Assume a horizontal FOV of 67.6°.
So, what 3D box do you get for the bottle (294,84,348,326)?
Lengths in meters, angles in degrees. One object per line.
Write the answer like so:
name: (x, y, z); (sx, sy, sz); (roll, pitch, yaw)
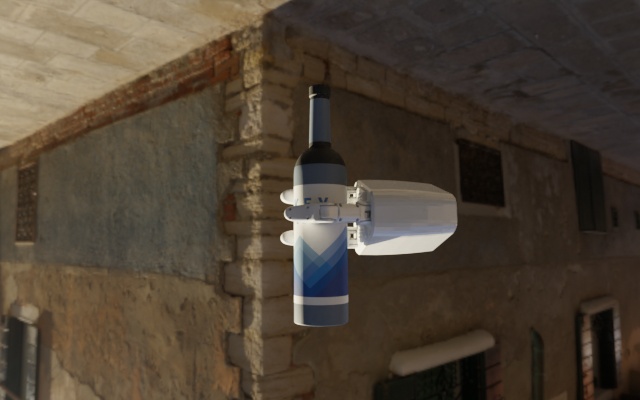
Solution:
bottle: (0.000, 0.002, 0.597); (0.069, 0.295, 0.069); (0, -5, 0)
